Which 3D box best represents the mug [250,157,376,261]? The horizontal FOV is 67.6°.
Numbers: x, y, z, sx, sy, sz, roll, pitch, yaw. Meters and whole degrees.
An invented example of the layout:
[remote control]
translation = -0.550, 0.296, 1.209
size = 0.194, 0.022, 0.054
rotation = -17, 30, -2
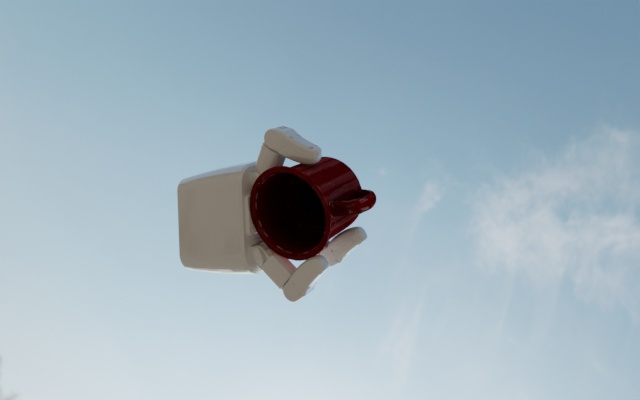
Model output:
[mug]
translation = 0.001, 0.001, 0.472
size = 0.117, 0.093, 0.081
rotation = -5, 13, 34
